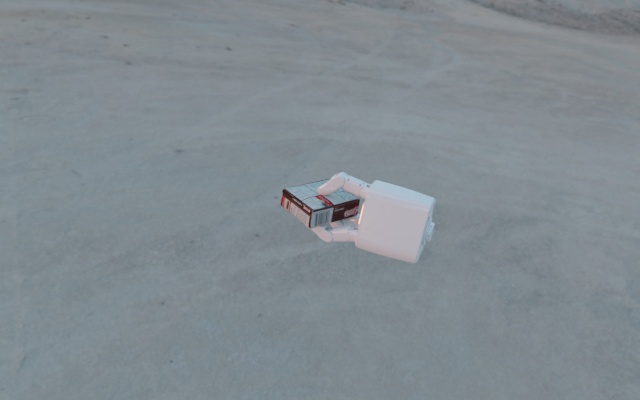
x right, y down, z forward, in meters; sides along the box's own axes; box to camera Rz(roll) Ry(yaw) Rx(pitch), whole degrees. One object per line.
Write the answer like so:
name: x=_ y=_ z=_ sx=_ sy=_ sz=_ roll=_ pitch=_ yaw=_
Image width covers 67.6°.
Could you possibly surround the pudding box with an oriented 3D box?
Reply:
pudding box: x=0.000 y=0.003 z=0.853 sx=0.113 sy=0.039 sz=0.090 roll=-12 pitch=34 yaw=-38
